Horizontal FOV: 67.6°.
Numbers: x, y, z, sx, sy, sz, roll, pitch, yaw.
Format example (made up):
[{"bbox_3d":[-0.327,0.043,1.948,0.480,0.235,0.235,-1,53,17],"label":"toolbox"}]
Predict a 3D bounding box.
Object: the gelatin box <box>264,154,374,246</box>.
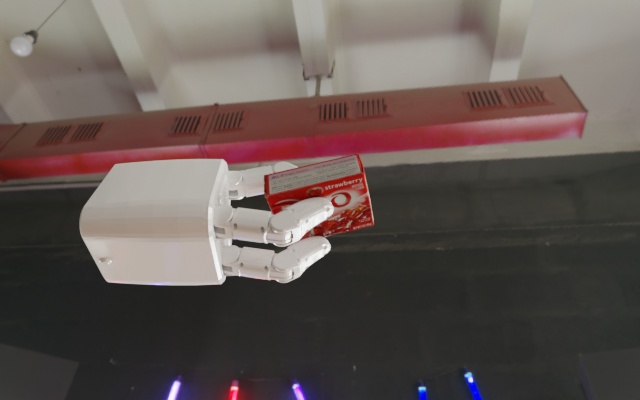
[{"bbox_3d":[0.000,0.001,0.437,0.089,0.030,0.073,-13,-43,3],"label":"gelatin box"}]
